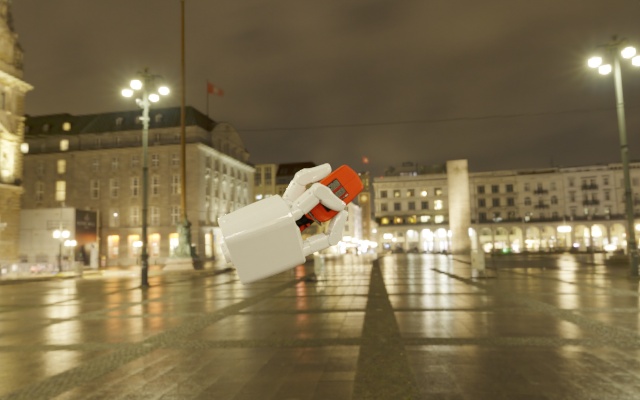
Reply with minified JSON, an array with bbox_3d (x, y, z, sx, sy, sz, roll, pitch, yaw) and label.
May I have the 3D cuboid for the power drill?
[{"bbox_3d":[0.000,0.003,0.841,0.184,0.057,0.188,-42,2,-27],"label":"power drill"}]
